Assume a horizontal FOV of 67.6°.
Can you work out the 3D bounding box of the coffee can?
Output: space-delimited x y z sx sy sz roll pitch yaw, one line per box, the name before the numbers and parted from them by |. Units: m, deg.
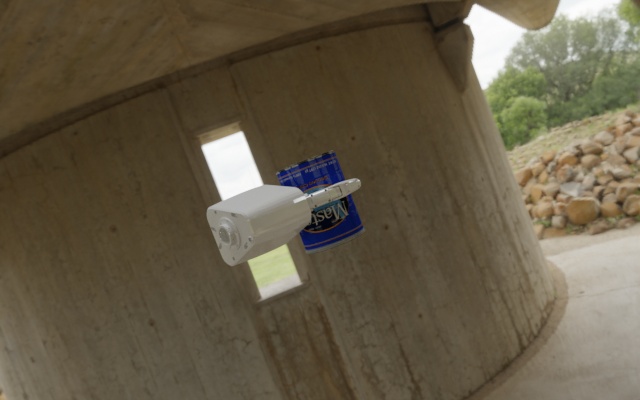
coffee can | 0.000 0.003 0.771 0.103 0.140 0.103 -21 3 1
